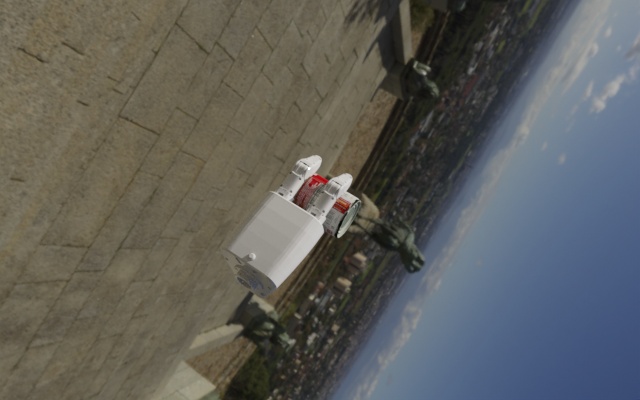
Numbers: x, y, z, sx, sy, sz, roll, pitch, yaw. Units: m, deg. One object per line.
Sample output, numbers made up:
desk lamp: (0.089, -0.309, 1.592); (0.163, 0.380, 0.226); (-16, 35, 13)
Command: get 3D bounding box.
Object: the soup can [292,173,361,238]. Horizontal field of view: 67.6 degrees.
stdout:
soup can: (0.001, 0.002, 0.712); (0.102, 0.068, 0.068); (31, 9, 14)
